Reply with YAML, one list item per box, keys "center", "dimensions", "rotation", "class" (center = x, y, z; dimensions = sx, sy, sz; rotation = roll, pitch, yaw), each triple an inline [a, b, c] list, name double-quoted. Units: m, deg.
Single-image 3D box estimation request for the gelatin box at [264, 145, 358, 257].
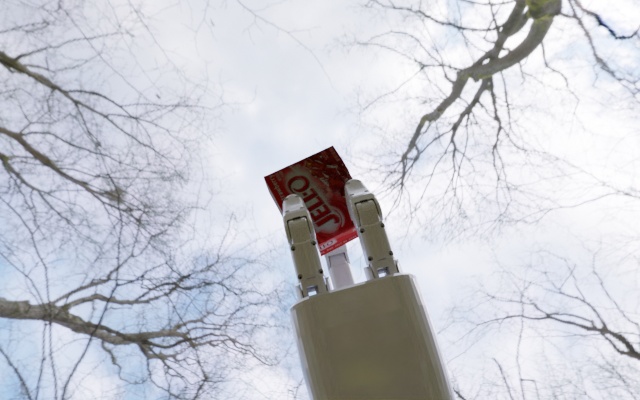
- center: [0.000, 0.001, 0.433]
  dimensions: [0.073, 0.089, 0.030]
  rotation: [-26, -30, -9]
  class: "gelatin box"
